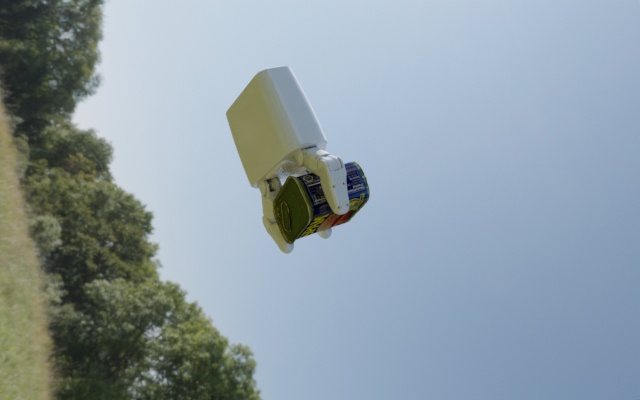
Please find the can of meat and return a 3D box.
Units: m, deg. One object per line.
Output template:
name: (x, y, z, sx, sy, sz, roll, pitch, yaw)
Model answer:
can of meat: (0.000, 0.002, 0.559, 0.084, 0.057, 0.102, -18, -17, -26)
